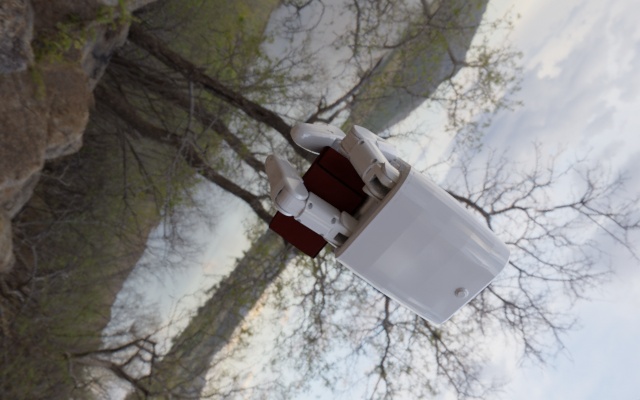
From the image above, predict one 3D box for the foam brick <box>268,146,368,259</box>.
[{"bbox_3d":[0.000,0.001,0.420,0.051,0.078,0.053,36,26,-5],"label":"foam brick"}]
